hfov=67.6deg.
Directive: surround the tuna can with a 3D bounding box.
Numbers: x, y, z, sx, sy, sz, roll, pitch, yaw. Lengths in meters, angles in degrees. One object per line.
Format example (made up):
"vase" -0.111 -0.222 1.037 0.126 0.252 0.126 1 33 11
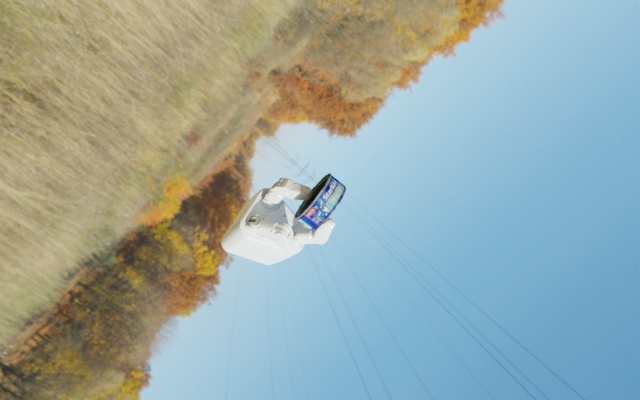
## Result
"tuna can" 0.001 0.003 0.717 0.034 0.086 0.086 38 -8 -10
